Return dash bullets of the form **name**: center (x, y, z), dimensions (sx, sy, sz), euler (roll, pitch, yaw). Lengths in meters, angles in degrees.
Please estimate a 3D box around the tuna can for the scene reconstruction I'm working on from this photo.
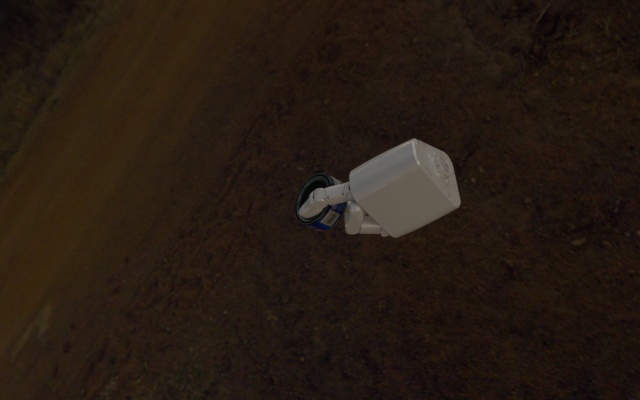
- **tuna can**: center (0.000, 0.002, 0.728), dimensions (0.034, 0.086, 0.086), euler (25, -16, -37)
